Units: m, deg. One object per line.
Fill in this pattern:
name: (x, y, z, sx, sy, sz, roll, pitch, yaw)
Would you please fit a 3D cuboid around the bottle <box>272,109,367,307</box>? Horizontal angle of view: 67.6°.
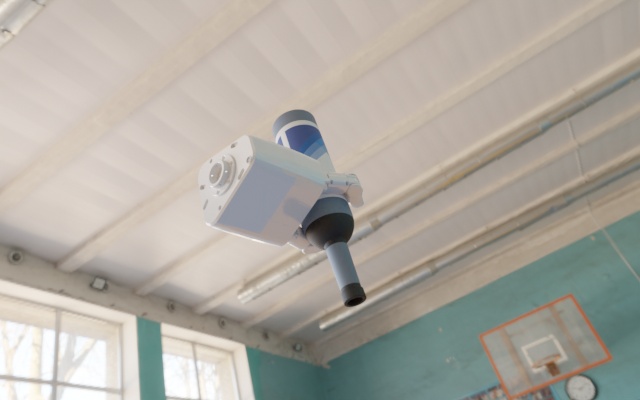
bottle: (0.000, 0.002, 0.628, 0.069, 0.295, 0.069, -13, -36, -9)
